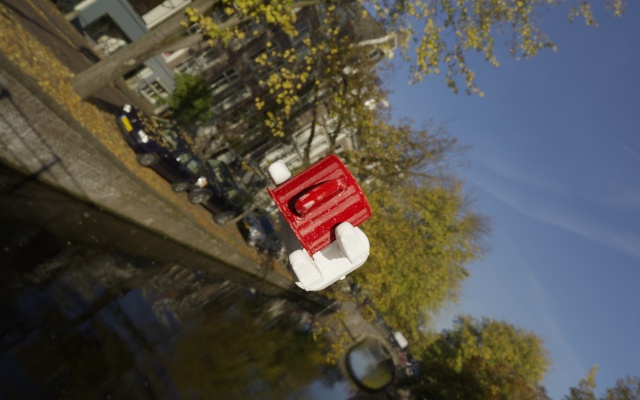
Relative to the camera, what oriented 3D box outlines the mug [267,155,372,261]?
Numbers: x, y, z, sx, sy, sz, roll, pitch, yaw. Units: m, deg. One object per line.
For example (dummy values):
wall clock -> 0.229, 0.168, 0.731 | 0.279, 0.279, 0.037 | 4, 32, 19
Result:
mug -> 0.000, 0.001, 0.501 | 0.081, 0.093, 0.117 | -33, -11, -3
